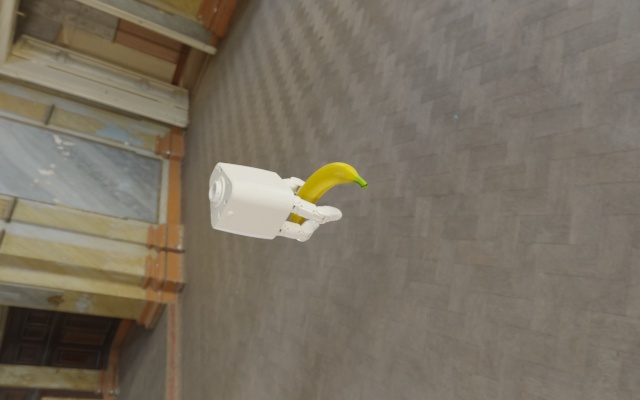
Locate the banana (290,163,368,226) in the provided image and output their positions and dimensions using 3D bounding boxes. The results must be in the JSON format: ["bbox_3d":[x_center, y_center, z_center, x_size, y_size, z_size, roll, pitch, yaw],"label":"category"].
[{"bbox_3d":[-0.001,-0.016,0.826,0.037,0.069,0.198,7,-27,-37],"label":"banana"}]
